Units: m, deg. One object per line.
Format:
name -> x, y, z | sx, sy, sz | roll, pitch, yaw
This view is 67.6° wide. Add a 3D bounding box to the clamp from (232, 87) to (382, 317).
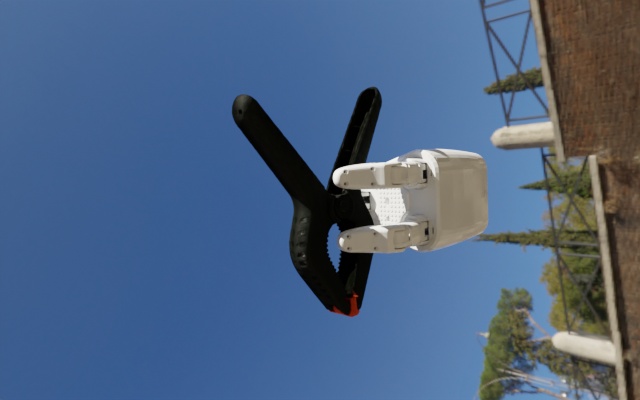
clamp -> 0.000, 0.002, 0.416 | 0.164, 0.210, 0.036 | -6, 5, -42
